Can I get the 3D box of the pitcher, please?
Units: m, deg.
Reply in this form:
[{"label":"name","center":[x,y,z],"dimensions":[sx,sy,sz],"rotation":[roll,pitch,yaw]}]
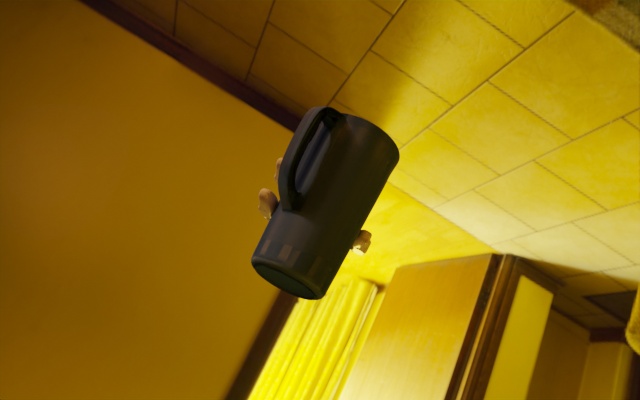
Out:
[{"label":"pitcher","center":[0.000,0.002,0.655],"dimensions":[0.149,0.242,0.145],"rotation":[29,-23,-2]}]
